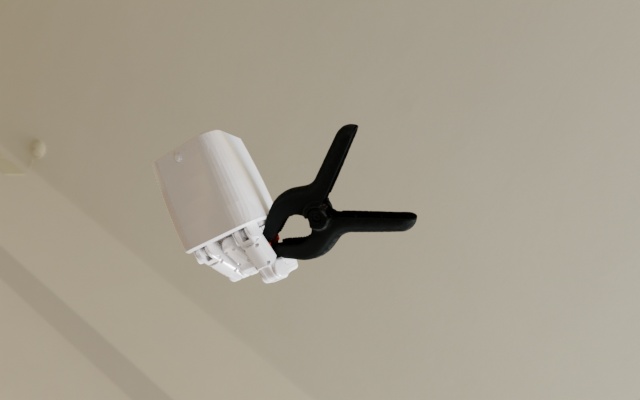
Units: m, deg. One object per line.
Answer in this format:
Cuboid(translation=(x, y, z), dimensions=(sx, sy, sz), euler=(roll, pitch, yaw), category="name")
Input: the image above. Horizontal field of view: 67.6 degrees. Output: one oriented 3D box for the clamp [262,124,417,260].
Cuboid(translation=(0.000, 0.002, 0.497), dimensions=(0.171, 0.120, 0.039), euler=(-23, 1, 19), category="clamp")
